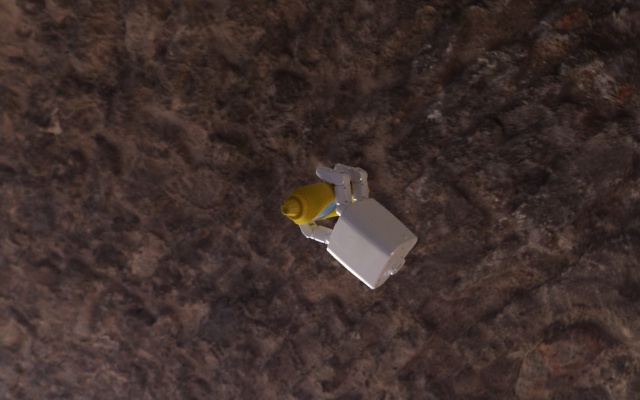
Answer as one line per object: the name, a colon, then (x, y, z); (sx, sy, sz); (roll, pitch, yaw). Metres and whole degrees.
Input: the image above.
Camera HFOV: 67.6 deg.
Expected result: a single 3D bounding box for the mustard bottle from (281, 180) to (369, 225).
mustard bottle: (0.000, 0.002, 0.818); (0.096, 0.058, 0.191); (-34, -12, 34)
